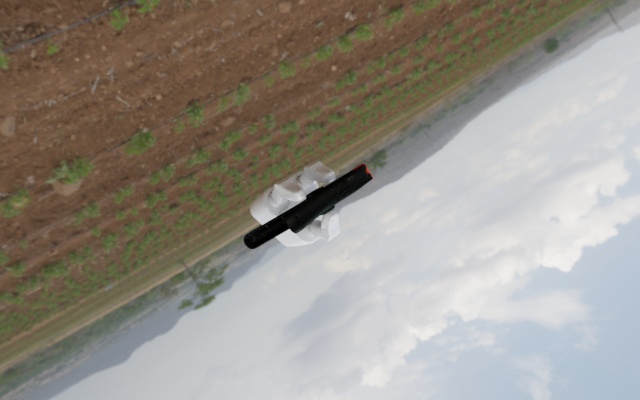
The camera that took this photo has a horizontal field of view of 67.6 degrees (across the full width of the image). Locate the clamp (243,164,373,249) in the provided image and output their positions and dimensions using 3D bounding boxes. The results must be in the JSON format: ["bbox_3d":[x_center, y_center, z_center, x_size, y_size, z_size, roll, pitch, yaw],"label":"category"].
[{"bbox_3d":[0.001,0.003,0.670,0.210,0.036,0.164,-32,5,-24],"label":"clamp"}]
